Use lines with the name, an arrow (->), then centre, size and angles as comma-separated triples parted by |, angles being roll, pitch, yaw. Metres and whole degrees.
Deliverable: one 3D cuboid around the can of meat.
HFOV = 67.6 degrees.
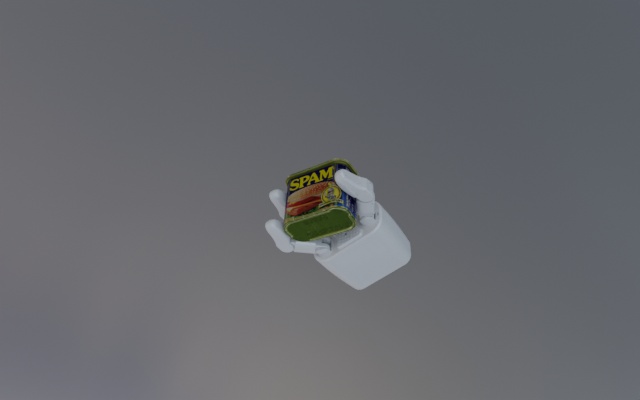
can of meat -> 0.000, 0.002, 0.645 | 0.102, 0.084, 0.057 | -18, -43, 24
